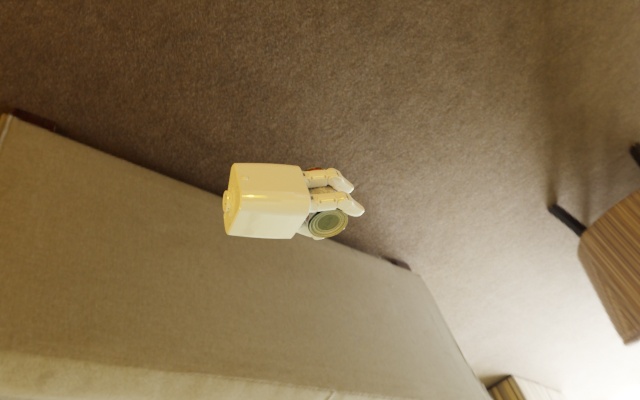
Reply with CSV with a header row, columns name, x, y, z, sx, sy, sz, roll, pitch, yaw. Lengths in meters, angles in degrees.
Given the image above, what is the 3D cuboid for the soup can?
name,x,y,z,sx,sy,sz,roll,pitch,yaw
soup can,0.001,0.003,0.790,0.068,0.068,0.102,0,43,-20
